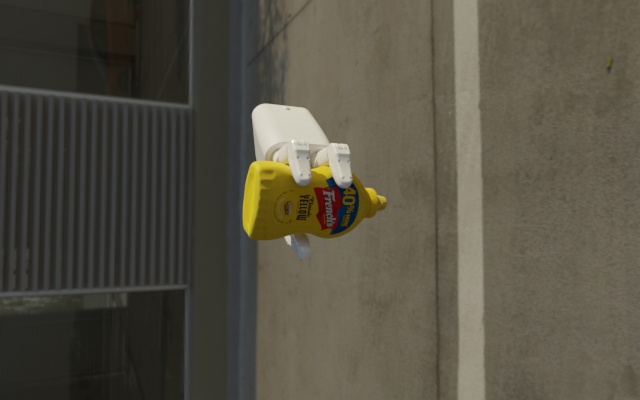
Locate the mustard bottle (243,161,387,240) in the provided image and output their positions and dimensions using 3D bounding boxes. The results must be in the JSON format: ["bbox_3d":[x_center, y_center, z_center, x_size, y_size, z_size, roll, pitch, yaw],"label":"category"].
[{"bbox_3d":[0.000,0.002,0.618,0.191,0.096,0.058,1,17,-25],"label":"mustard bottle"}]
